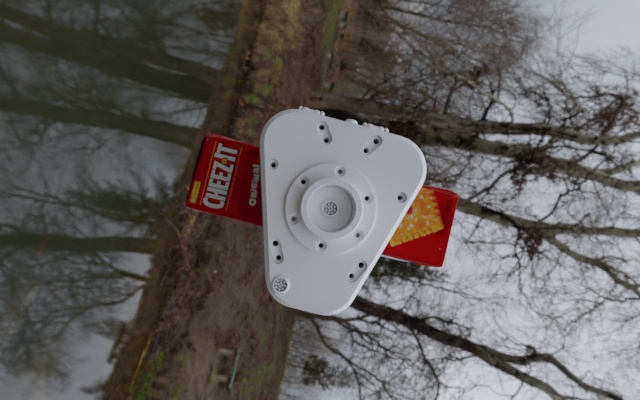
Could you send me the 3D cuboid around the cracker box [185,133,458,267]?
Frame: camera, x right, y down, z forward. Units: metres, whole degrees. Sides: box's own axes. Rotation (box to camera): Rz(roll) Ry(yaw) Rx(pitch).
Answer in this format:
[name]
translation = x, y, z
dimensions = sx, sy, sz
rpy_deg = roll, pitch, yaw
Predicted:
[cracker box]
translation = 0.000, 0.002, 0.460
dimensions = 0.214, 0.072, 0.164
rpy_deg = 14, -3, -2
